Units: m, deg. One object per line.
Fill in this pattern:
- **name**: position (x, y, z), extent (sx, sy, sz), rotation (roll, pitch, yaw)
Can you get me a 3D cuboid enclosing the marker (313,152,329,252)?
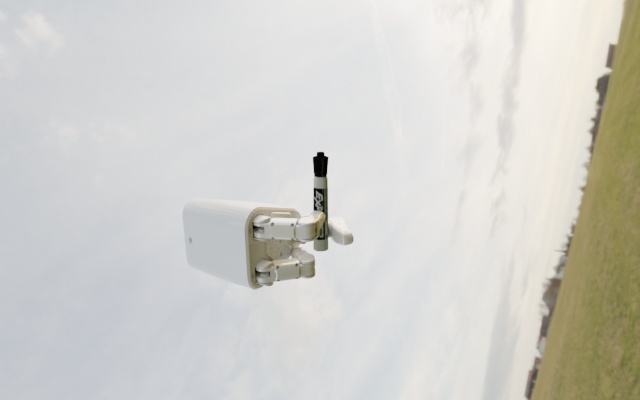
- **marker**: position (0.000, 0.002, 0.573), extent (0.020, 0.121, 0.020), rotation (0, 16, 0)
